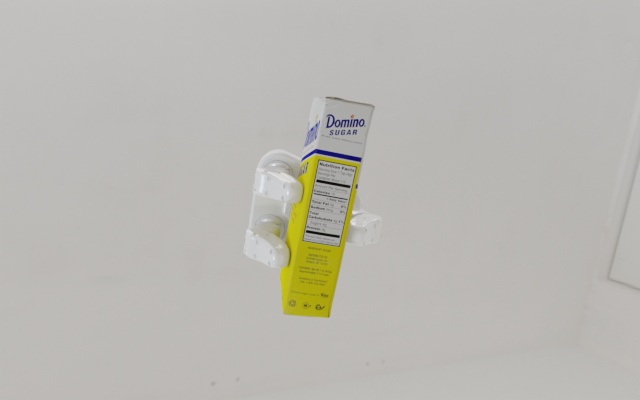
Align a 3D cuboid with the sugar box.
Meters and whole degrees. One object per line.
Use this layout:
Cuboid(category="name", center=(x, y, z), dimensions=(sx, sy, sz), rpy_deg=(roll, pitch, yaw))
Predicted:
Cuboid(category="sugar box", center=(-0.001, 0.001, 0.412), dimensions=(0.048, 0.176, 0.093), rpy_deg=(7, 10, -9))
